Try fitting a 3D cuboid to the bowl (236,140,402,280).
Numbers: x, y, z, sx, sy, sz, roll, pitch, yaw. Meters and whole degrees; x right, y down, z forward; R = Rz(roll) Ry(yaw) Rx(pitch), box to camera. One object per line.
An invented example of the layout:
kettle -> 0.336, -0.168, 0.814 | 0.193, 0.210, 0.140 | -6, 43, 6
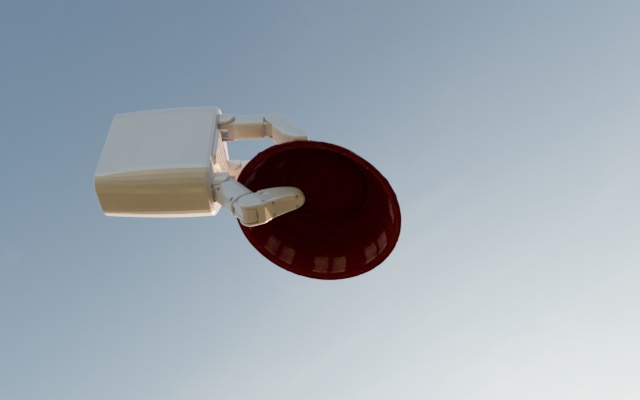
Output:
bowl -> 0.001, 0.002, 0.469 | 0.162, 0.162, 0.055 | 0, 34, 15
